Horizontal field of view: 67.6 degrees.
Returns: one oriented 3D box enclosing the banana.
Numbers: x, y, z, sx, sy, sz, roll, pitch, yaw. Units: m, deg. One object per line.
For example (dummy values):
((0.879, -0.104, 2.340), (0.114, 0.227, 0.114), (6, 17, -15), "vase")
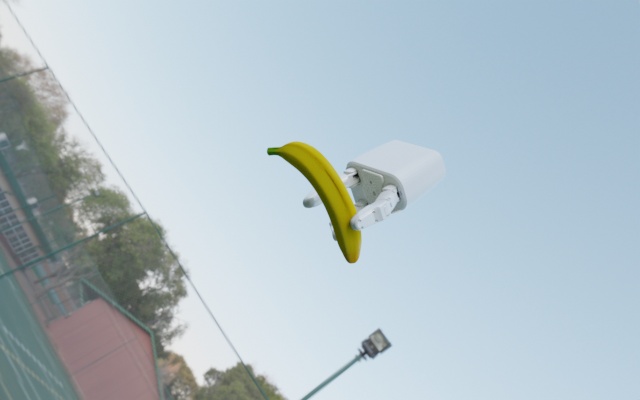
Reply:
((0.007, -0.008, 0.637), (0.037, 0.198, 0.070), (-33, -3, -37), "banana")
